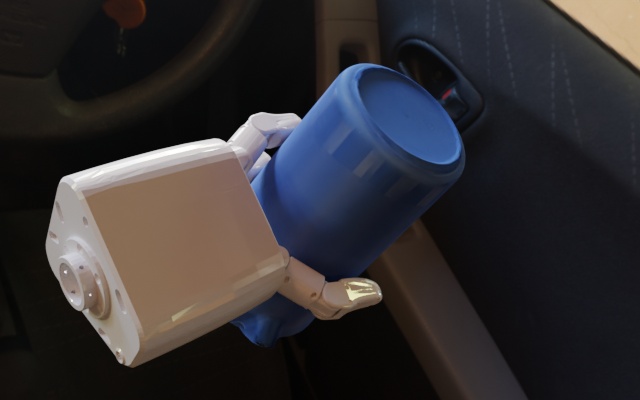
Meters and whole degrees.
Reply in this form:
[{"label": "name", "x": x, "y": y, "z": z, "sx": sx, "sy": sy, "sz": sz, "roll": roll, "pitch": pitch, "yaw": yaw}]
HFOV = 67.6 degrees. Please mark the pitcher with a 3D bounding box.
[{"label": "pitcher", "x": 0.000, "y": 0.001, "z": 0.406, "sx": 0.145, "sy": 0.149, "sz": 0.243, "roll": -23, "pitch": -19, "yaw": -46}]
